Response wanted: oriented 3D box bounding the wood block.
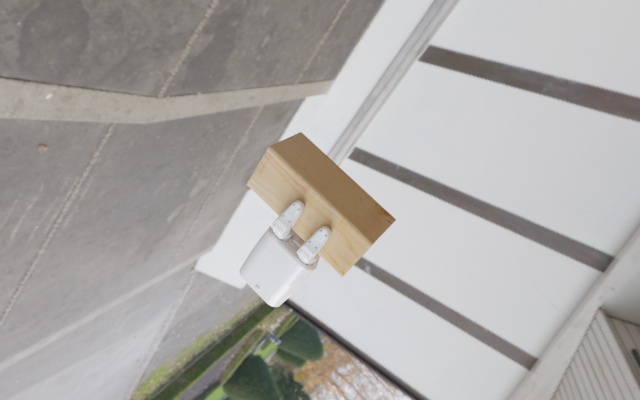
[{"bbox_3d":[0.000,0.003,0.737,0.090,0.206,0.090,-36,-14,-52],"label":"wood block"}]
